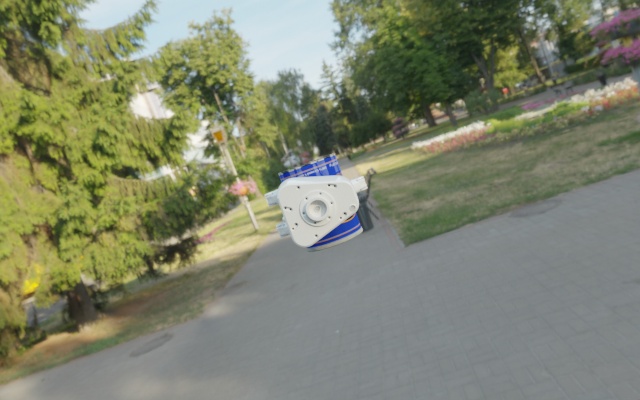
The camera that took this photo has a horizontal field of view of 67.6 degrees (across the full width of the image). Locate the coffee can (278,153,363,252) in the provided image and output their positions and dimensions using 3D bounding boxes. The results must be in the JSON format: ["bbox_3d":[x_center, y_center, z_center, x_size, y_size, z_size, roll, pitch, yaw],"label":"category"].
[{"bbox_3d":[0.000,0.003,0.807,0.103,0.140,0.103,-20,5,2],"label":"coffee can"}]
